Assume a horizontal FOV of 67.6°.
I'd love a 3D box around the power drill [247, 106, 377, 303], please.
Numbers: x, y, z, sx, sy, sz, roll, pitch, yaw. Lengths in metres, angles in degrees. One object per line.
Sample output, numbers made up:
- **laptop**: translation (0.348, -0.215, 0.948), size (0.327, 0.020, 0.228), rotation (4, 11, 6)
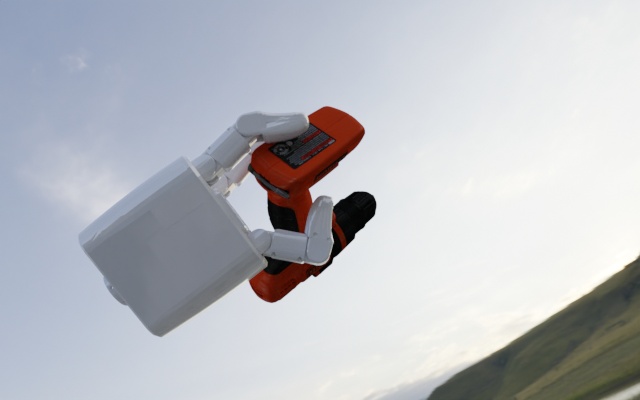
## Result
- **power drill**: translation (0.000, 0.001, 0.486), size (0.057, 0.188, 0.184), rotation (34, 56, 27)
